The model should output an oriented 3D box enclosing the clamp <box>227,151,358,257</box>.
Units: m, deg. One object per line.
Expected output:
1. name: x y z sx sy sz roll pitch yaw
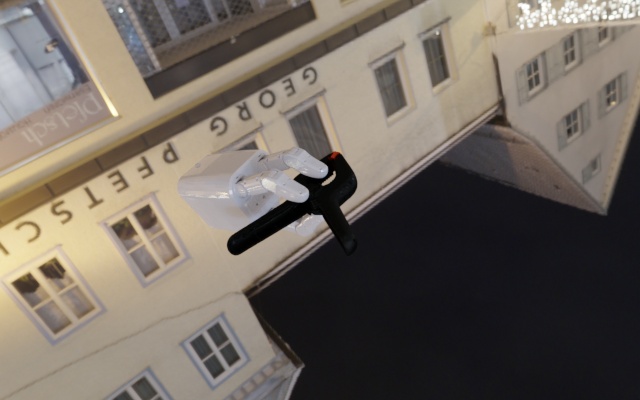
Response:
1. clamp: 0.000 0.002 0.603 0.164 0.036 0.210 3 37 31
